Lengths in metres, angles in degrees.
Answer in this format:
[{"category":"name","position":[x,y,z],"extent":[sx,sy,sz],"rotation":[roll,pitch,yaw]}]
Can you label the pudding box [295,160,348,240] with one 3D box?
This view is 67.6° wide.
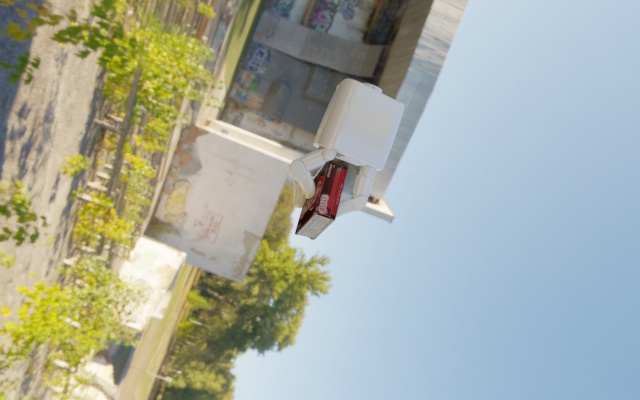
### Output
[{"category":"pudding box","position":[0.000,0.002,0.737],"extent":[0.039,0.090,0.113],"rotation":[20,-25,-8]}]
